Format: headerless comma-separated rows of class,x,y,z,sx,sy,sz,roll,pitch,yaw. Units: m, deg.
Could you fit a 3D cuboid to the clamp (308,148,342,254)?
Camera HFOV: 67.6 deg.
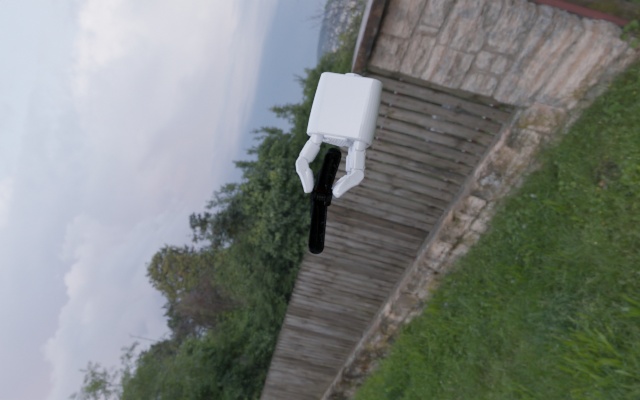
clamp,-0.001,0.002,0.811,0.036,0.164,0.210,11,-2,-4
